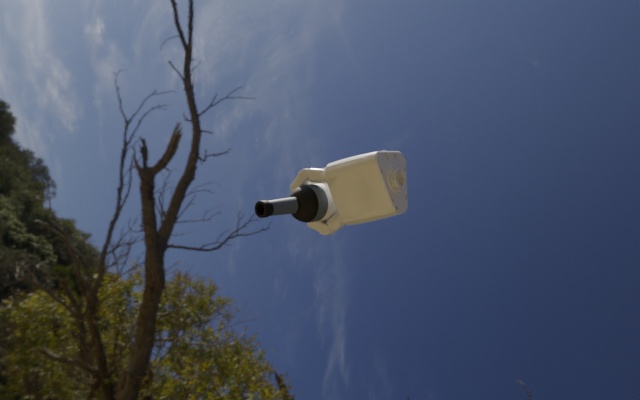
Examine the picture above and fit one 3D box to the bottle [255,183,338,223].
[{"bbox_3d":[0.000,0.003,0.864,0.069,0.069,0.295,0,4,40],"label":"bottle"}]
